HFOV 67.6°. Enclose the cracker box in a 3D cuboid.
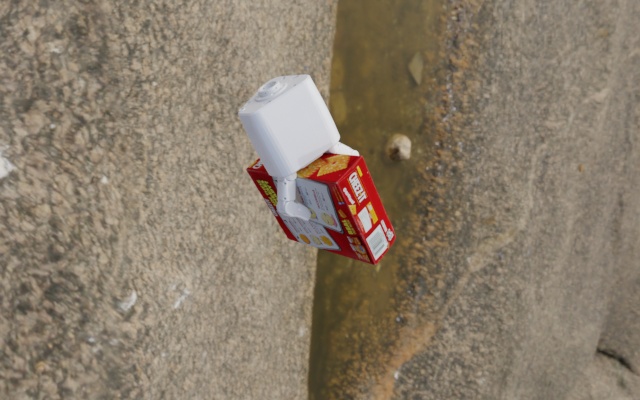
[{"bbox_3d":[0.000,0.003,0.767,0.213,0.164,0.072,12,48,46],"label":"cracker box"}]
